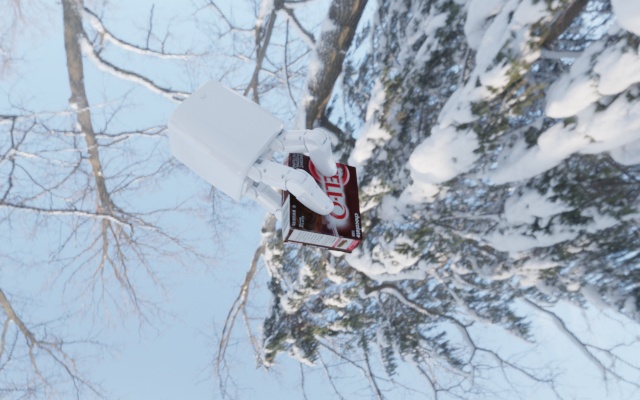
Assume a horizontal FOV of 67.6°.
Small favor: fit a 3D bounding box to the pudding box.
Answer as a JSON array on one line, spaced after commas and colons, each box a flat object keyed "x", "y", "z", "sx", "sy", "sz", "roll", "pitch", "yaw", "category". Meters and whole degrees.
[{"x": 0.000, "y": 0.002, "z": 0.571, "sx": 0.090, "sy": 0.113, "sz": 0.039, "roll": 11, "pitch": -35, "yaw": -18, "category": "pudding box"}]
